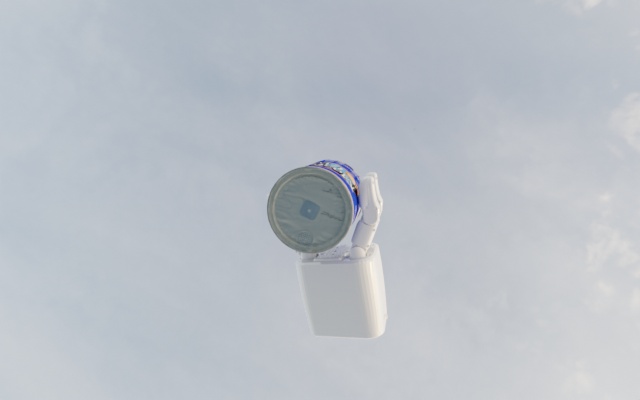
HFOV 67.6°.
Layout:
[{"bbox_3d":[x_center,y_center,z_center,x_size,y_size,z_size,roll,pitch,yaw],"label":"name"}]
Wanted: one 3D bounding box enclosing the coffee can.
[{"bbox_3d":[0.000,0.002,0.618,0.103,0.103,0.140,0,8,11],"label":"coffee can"}]
